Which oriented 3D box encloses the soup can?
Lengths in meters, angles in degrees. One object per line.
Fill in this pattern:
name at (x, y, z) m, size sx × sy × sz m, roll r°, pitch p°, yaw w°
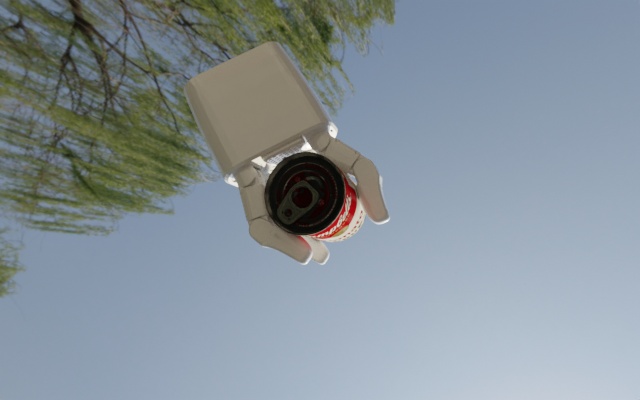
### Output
soup can at (0.000, 0.002, 0.427) m, size 0.068 × 0.068 × 0.102 m, roll 0°, pitch -8°, yaw 16°
